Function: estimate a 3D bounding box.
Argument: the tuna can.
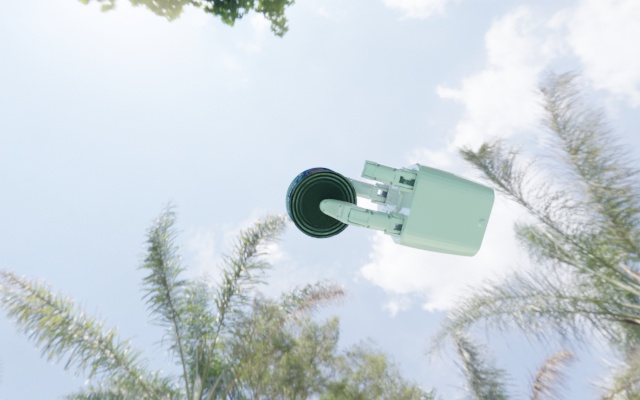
[{"bbox_3d":[0.000,0.002,0.593,0.086,0.086,0.033,0,12,-15],"label":"tuna can"}]
